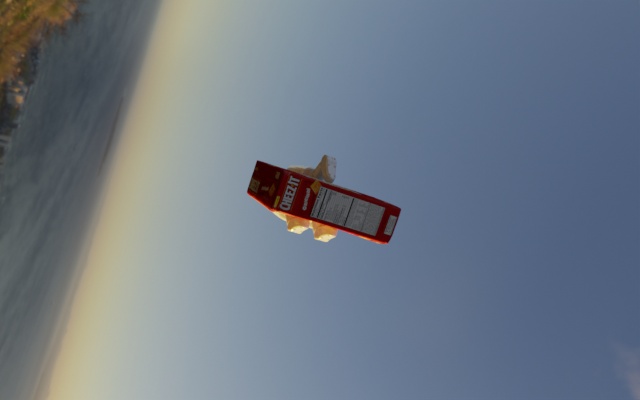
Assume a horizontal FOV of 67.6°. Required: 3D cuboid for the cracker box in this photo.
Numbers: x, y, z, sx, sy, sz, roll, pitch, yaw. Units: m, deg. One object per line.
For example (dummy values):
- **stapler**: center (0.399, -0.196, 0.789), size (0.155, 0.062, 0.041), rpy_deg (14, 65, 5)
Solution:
- **cracker box**: center (0.000, 0.003, 0.803), size (0.214, 0.072, 0.164), rpy_deg (17, 2, -23)
